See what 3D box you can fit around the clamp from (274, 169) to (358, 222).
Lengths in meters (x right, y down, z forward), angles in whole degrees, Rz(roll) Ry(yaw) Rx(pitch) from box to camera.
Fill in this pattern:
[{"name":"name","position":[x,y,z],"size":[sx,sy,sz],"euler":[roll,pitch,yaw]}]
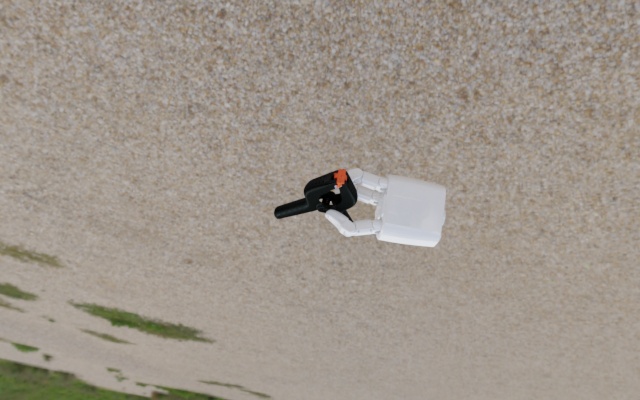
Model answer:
[{"name":"clamp","position":[0.000,0.003,0.858],"size":[0.164,0.036,0.210],"euler":[9,-27,-3]}]
